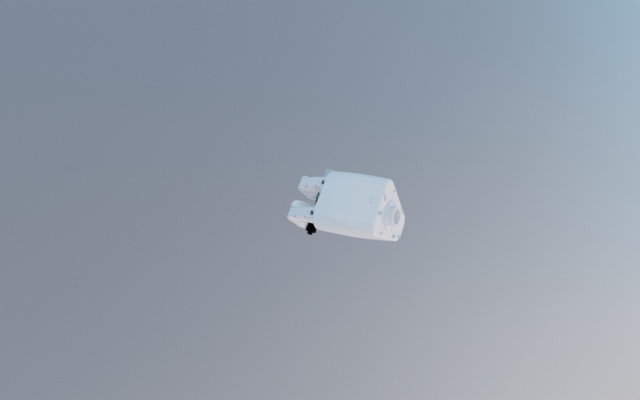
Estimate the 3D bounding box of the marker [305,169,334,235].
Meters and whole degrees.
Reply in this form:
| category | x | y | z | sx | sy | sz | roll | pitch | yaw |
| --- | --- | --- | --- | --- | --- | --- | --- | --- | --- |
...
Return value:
| category | x | y | z | sx | sy | sz | roll | pitch | yaw |
| --- | --- | --- | --- | --- | --- | --- | --- | --- | --- |
| marker | 0.000 | 0.003 | 0.828 | 0.020 | 0.121 | 0.020 | 17 | -18 | 6 |
